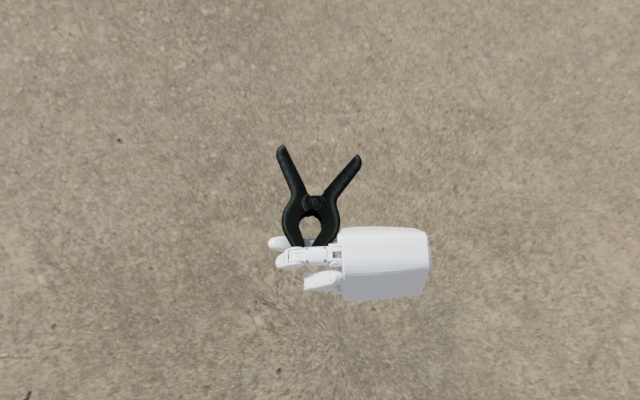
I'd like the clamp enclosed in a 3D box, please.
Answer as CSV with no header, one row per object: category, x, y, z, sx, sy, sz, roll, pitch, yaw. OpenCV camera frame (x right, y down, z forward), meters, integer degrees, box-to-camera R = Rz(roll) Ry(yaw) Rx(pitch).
clamp,0.000,0.002,0.649,0.120,0.171,0.039,-3,-17,2
